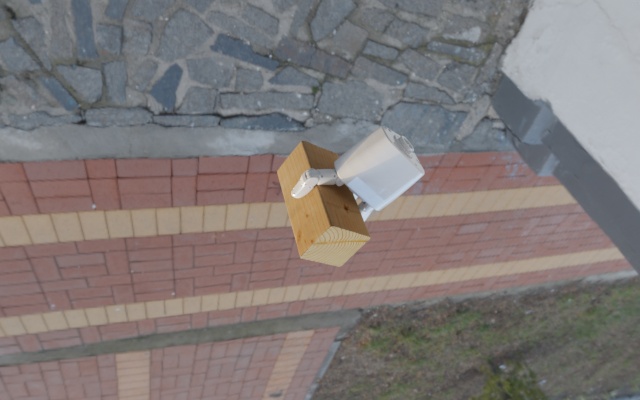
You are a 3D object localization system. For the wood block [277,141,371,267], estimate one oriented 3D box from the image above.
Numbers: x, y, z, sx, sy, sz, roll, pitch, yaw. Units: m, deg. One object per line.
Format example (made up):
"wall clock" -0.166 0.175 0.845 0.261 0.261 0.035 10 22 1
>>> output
"wood block" 0.000 0.003 0.852 0.091 0.206 0.090 18 -52 -36
